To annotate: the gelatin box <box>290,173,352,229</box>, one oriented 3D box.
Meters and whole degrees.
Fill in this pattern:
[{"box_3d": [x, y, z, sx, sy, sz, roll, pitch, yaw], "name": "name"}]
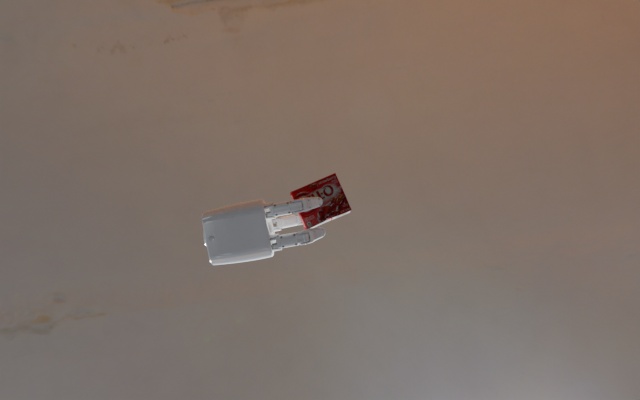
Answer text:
[{"box_3d": [0.000, 0.003, 0.845, 0.089, 0.073, 0.030, -23, -7, -7], "name": "gelatin box"}]
